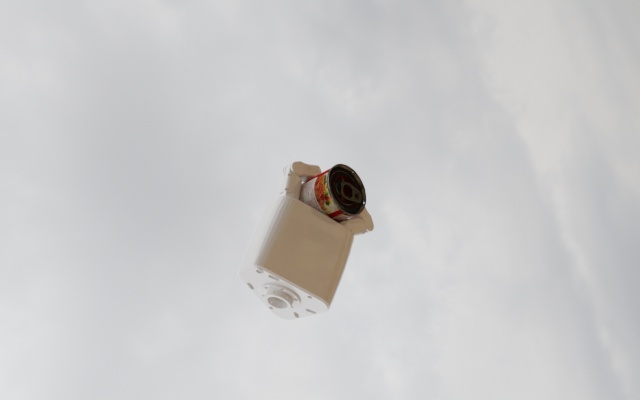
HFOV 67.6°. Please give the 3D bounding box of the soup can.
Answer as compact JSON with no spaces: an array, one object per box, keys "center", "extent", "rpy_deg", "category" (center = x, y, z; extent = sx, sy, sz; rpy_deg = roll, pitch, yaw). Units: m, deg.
[{"center":[0.000,0.002,0.625],"extent":[0.068,0.068,0.102],"rpy_deg":[0,-19,-46],"category":"soup can"}]
